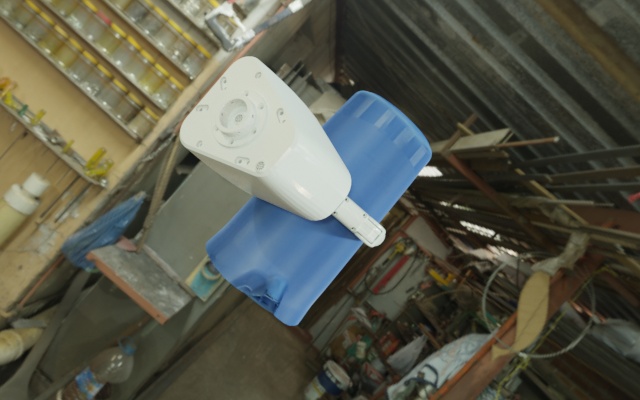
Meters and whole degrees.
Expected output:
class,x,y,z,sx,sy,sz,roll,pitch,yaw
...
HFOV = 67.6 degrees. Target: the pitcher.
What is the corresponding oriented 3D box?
class,x,y,z,sx,sy,sz,roll,pitch,yaw
pitcher,0.000,0.002,0.528,0.149,0.243,0.145,43,2,30
